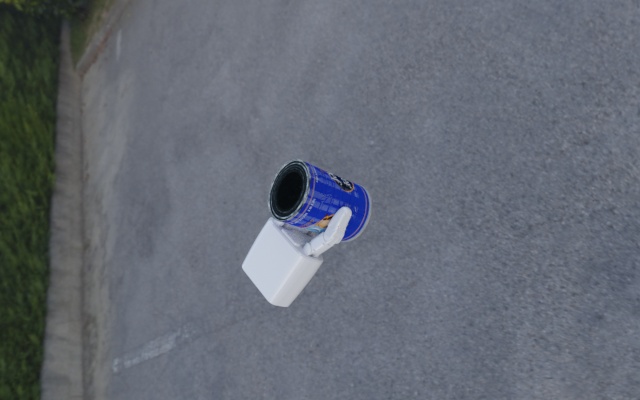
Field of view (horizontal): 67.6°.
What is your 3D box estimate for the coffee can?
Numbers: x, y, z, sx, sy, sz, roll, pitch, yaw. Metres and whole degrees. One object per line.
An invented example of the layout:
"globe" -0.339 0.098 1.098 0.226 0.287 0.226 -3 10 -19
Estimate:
"coffee can" 0.000 0.002 0.781 0.140 0.103 0.103 21 -13 -38
